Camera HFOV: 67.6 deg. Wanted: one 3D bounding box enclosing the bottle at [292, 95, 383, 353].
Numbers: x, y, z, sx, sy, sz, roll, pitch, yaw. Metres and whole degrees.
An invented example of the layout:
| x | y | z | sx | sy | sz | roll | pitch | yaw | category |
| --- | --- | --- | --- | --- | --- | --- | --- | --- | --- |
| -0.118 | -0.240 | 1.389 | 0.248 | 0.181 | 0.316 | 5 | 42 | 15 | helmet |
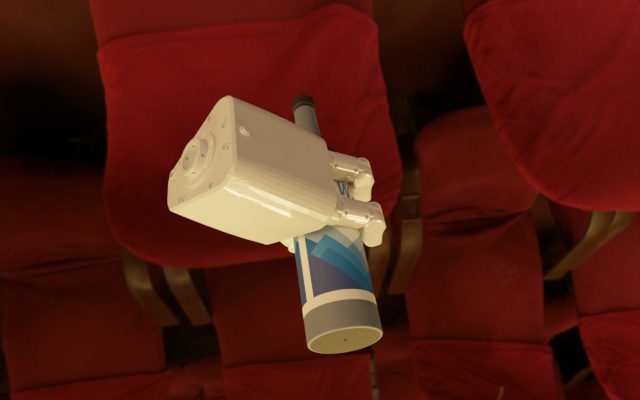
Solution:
| x | y | z | sx | sy | sz | roll | pitch | yaw | category |
| --- | --- | --- | --- | --- | --- | --- | --- | --- | --- |
| 0.000 | 0.002 | 0.495 | 0.069 | 0.295 | 0.069 | -7 | -34 | -5 | bottle |
